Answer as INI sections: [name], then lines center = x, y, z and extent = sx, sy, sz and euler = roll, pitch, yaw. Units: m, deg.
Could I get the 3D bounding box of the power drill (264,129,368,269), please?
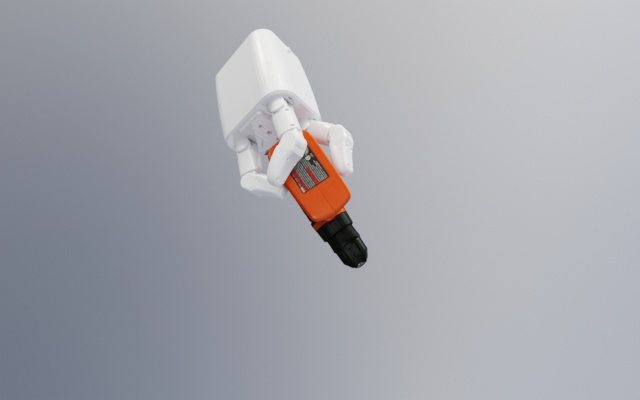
[power drill]
center = 0.000, 0.002, 0.600
extent = 0.057, 0.184, 0.188
euler = -36, -11, -5
